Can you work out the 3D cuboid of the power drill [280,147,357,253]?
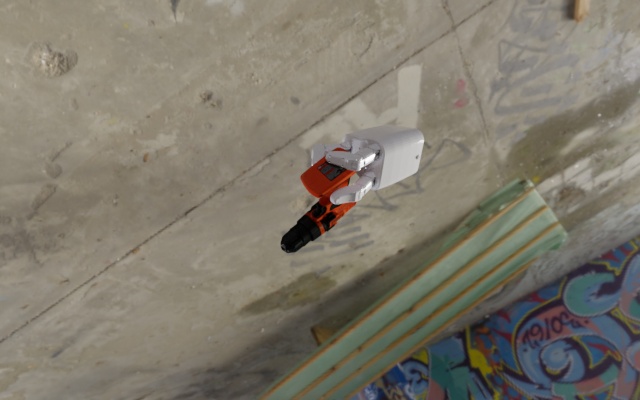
[{"bbox_3d":[0.000,0.002,0.860,0.184,0.057,0.188,-40,-19,-23],"label":"power drill"}]
